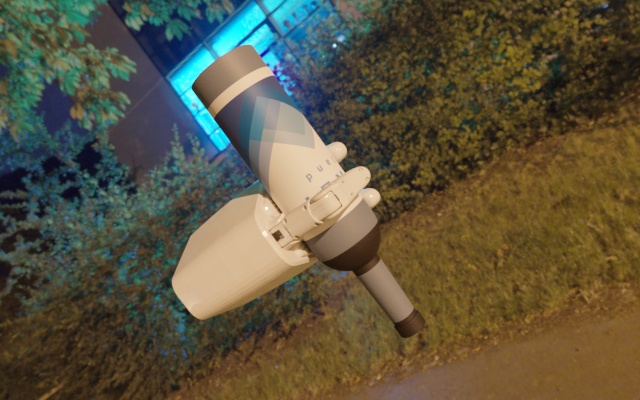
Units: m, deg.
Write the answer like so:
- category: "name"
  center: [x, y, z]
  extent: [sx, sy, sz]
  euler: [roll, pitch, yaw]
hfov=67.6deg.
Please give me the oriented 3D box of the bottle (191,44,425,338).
- category: "bottle"
  center: [0.000, 0.001, 0.433]
  extent: [0.069, 0.296, 0.069]
  euler: [-36, 5, 4]
